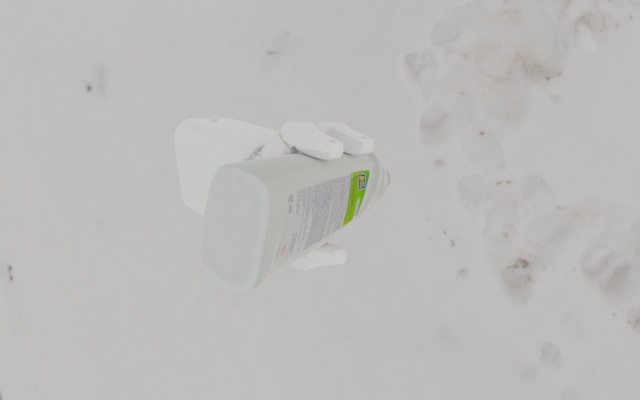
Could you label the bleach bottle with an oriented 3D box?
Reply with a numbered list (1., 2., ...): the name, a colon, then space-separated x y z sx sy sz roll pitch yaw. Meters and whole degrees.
1. bleach bottle: 0.000 0.001 0.470 0.068 0.102 0.251 24 21 28
